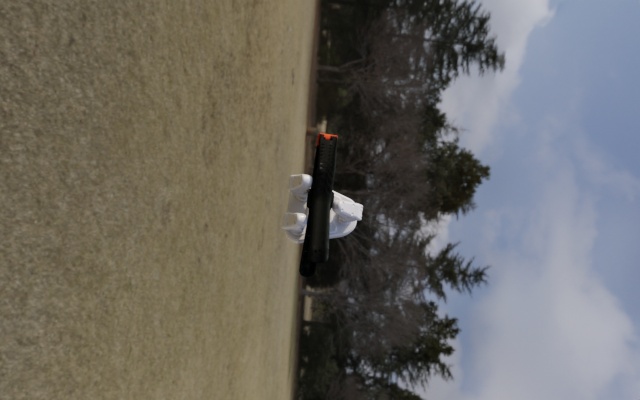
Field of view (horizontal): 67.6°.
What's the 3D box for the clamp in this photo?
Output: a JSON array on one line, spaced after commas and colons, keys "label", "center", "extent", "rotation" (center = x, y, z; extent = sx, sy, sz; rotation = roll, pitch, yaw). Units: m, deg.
[{"label": "clamp", "center": [0.001, 0.002, 0.667], "extent": [0.036, 0.210, 0.164], "rotation": [9, -9, -6]}]
